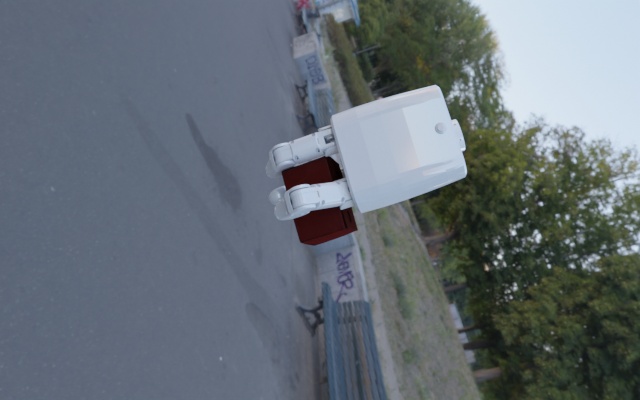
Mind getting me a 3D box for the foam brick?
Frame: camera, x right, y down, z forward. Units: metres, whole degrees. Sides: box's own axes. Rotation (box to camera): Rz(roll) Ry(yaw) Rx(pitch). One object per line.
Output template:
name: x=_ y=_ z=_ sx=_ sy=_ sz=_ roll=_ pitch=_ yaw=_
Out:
foam brick: x=0.000 y=0.002 z=0.488 sx=0.051 sy=0.078 sz=0.053 roll=-18 pitch=-10 yaw=12
